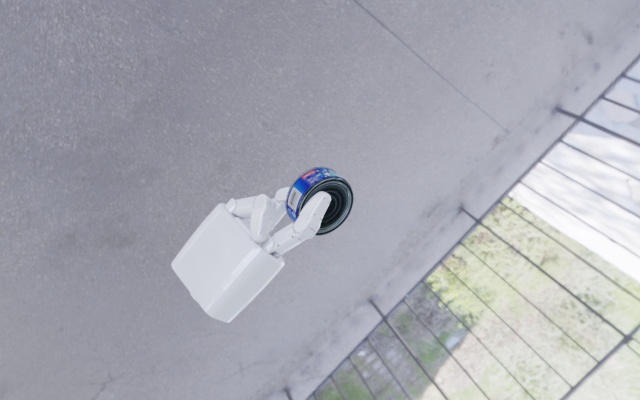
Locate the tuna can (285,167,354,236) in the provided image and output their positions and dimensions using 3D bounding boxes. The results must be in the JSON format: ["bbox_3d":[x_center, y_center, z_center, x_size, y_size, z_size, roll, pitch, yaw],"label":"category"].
[{"bbox_3d":[0.000,0.002,0.615,0.086,0.086,0.033,0,26,-35],"label":"tuna can"}]
